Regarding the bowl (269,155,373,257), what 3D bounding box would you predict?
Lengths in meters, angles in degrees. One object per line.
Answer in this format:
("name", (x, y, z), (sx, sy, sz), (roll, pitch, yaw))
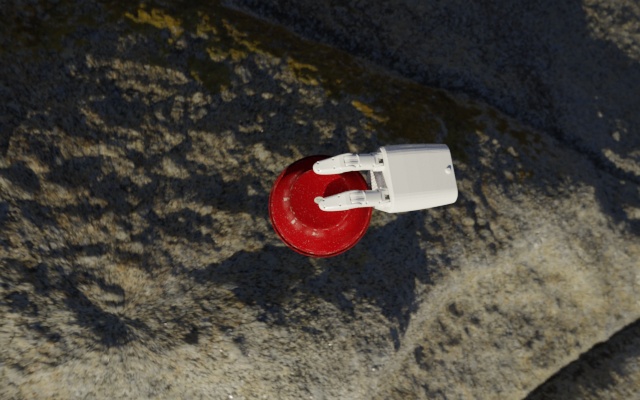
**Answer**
("bowl", (-0.001, 0.003, 0.714), (0.162, 0.162, 0.055), (0, -10, 0))
